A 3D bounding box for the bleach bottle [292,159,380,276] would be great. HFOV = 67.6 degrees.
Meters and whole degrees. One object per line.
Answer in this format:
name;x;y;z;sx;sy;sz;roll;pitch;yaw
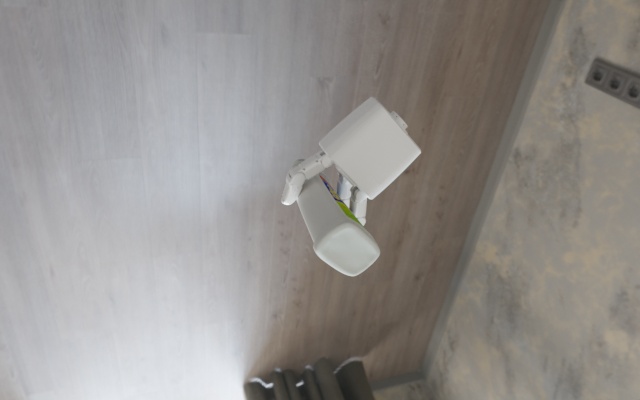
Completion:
bleach bottle;0.000;0.003;0.735;0.103;0.068;0.250;41;11;-38
